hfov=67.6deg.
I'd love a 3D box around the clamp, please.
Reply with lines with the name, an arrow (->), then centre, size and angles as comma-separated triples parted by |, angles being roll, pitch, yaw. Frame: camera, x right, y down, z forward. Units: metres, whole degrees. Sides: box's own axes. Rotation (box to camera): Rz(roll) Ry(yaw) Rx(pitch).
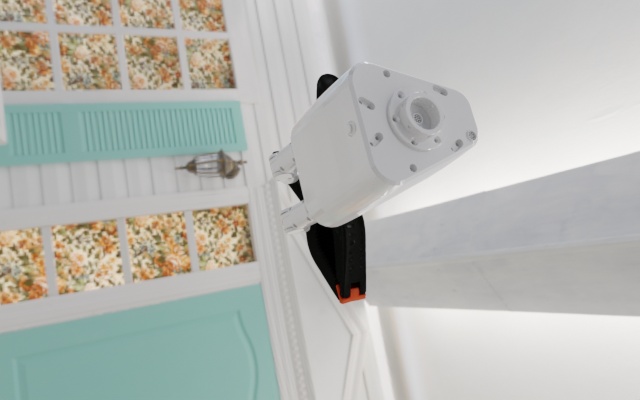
clamp -> 0.001, 0.002, 0.493 | 0.036, 0.210, 0.164 | -7, -13, -26
